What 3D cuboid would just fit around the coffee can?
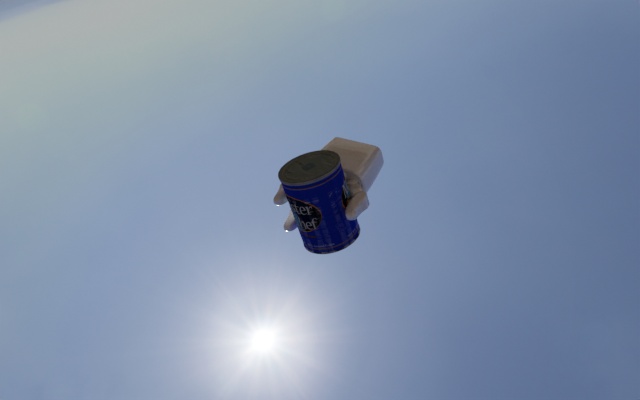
[{"bbox_3d":[0.000,0.003,0.788,0.103,0.140,0.102,-14,29,8],"label":"coffee can"}]
